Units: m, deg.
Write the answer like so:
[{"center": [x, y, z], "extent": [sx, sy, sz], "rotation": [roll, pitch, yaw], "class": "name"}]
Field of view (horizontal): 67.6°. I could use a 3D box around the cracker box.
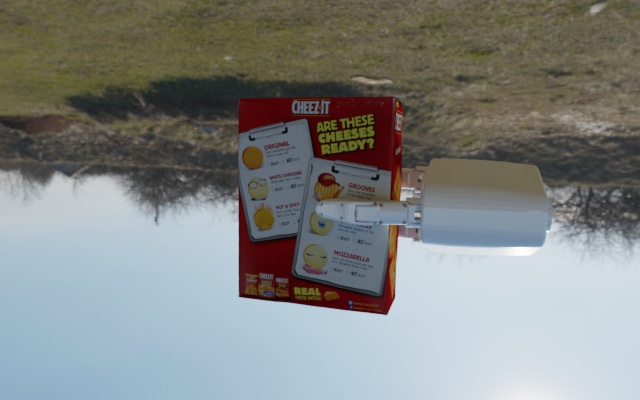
[{"center": [0.000, 0.002, 0.508], "extent": [0.164, 0.214, 0.072], "rotation": [3, 7, 16], "class": "cracker box"}]
